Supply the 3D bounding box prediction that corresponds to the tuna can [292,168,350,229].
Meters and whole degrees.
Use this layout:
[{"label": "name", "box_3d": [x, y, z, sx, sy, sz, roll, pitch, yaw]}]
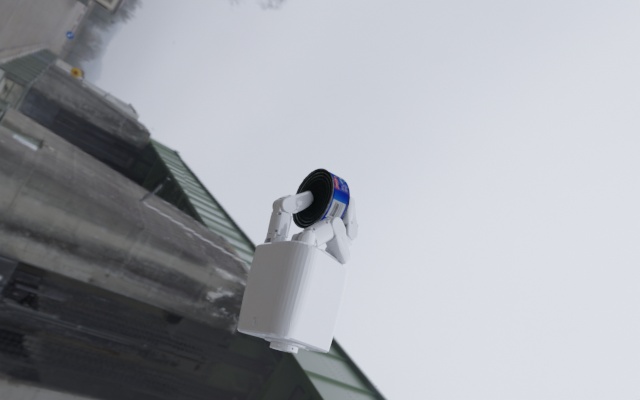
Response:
[{"label": "tuna can", "box_3d": [0.001, 0.002, 0.646, 0.034, 0.086, 0.086, 24, -14, -34]}]
